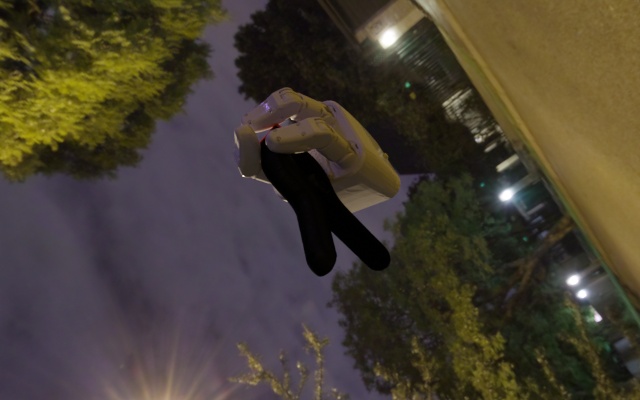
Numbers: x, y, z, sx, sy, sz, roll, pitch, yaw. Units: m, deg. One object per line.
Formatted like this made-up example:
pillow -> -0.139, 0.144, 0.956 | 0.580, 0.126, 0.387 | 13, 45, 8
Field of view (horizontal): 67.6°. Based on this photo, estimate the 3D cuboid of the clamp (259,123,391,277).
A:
clamp -> -0.001, 0.002, 0.446 | 0.039, 0.171, 0.120 | -38, -32, 18
